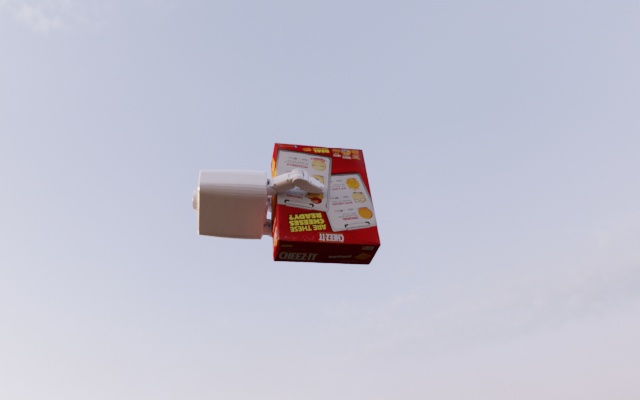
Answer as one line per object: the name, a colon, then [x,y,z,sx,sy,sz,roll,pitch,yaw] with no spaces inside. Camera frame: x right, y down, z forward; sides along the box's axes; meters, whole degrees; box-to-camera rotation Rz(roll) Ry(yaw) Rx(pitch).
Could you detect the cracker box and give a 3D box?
cracker box: [0.000,0.002,0.812,0.164,0.213,0.072,3,-40,-11]
